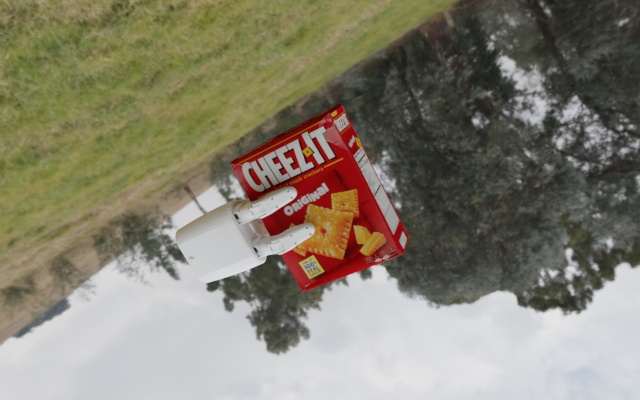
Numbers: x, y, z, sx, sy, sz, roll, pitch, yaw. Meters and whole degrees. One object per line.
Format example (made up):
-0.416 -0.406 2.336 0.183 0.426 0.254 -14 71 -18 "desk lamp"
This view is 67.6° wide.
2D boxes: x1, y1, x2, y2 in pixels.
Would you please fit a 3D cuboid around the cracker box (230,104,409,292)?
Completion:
0.000 0.002 0.660 0.164 0.214 0.072 -24 12 23 "cracker box"
